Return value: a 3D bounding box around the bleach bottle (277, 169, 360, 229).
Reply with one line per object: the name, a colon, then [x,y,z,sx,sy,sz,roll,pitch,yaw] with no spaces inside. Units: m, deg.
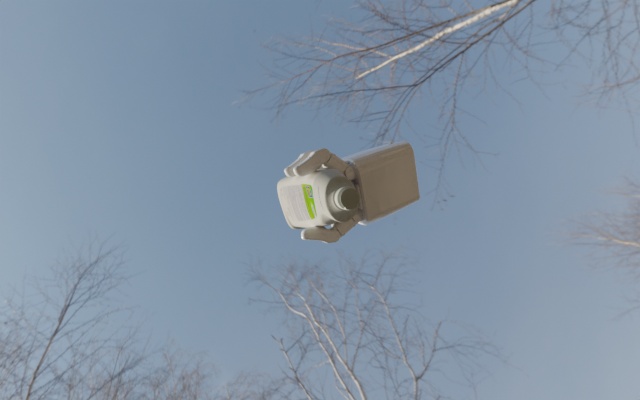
bleach bottle: [0.000,0.002,0.744,0.068,0.102,0.251,-22,8,-18]
